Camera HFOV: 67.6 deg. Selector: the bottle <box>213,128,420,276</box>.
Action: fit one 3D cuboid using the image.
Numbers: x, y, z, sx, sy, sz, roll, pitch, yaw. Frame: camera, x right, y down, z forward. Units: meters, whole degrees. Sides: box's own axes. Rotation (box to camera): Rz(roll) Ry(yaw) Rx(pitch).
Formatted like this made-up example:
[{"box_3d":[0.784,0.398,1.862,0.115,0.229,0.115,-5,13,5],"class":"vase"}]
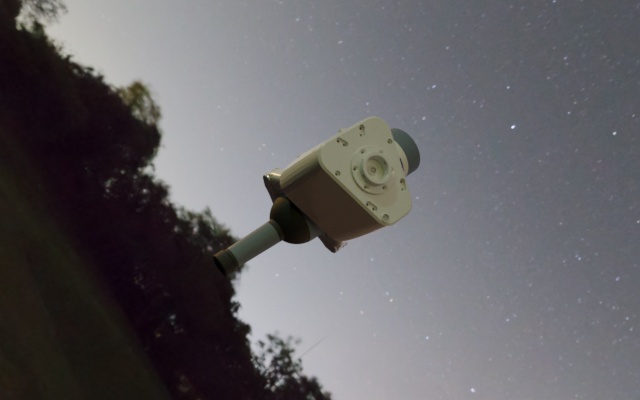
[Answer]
[{"box_3d":[0.000,0.002,0.590,0.295,0.069,0.069,-32,15,-26],"class":"bottle"}]
